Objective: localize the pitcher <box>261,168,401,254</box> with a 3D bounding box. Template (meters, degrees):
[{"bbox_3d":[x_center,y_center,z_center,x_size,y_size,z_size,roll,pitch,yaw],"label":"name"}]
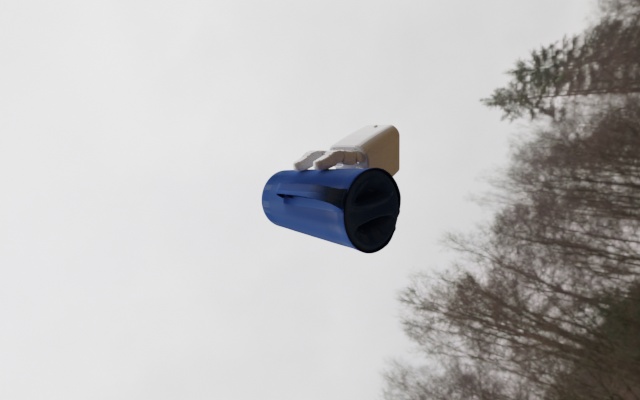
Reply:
[{"bbox_3d":[0.000,0.003,0.813,0.243,0.149,0.145,7,37,47],"label":"pitcher"}]
